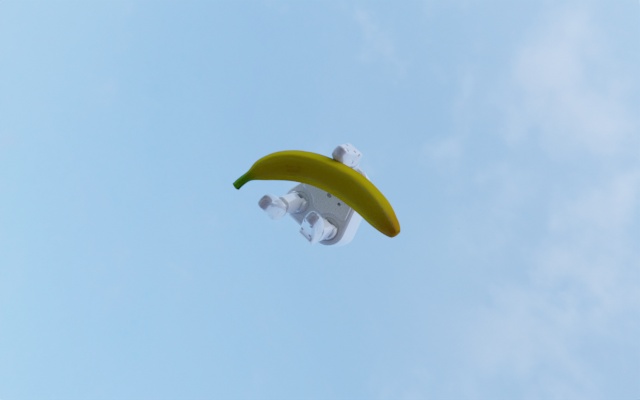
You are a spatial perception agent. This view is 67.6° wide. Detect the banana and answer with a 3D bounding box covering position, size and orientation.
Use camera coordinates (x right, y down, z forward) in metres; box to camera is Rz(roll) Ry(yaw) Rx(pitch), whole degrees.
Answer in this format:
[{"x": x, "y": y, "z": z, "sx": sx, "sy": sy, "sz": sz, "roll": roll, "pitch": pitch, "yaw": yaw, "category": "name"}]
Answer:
[{"x": 0.003, "y": -0.017, "z": 0.542, "sx": 0.198, "sy": 0.069, "sz": 0.037, "roll": 16, "pitch": -7, "yaw": 14, "category": "banana"}]
